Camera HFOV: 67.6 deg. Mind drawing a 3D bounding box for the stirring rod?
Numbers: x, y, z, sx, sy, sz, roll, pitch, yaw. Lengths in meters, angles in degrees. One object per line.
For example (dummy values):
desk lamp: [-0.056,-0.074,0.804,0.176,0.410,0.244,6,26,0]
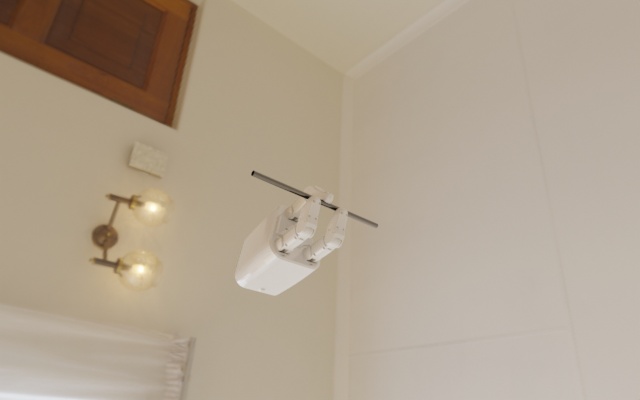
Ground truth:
stirring rod: [0.000,0.002,0.708,0.239,0.011,0.011,23,-14,-35]
